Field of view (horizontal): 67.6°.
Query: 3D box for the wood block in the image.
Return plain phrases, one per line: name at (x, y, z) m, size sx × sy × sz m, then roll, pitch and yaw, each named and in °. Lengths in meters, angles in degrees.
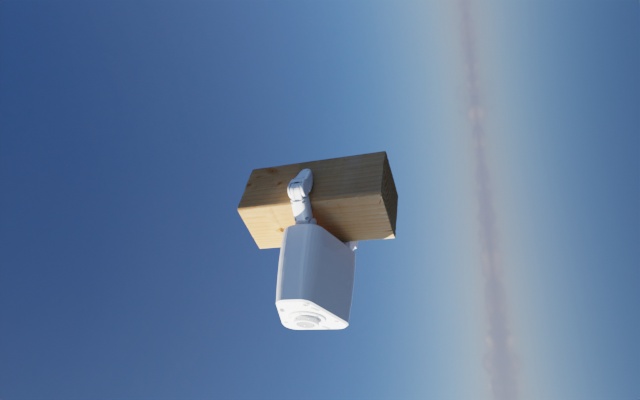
wood block at (0.000, 0.002, 0.689) m, size 0.206 × 0.091 × 0.090 m, roll -6°, pitch 42°, yaw 19°
